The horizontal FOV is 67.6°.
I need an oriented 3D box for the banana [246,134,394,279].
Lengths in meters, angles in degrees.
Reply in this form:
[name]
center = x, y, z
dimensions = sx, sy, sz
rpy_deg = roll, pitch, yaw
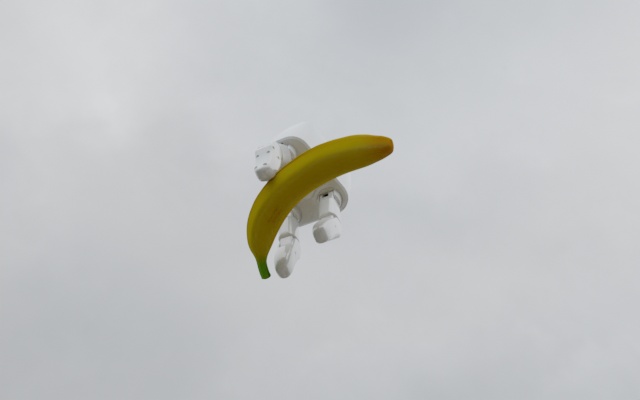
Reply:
[banana]
center = -0.016, -0.009, 0.482
dimensions = 0.069, 0.198, 0.037
rpy_deg = 42, 19, -5
